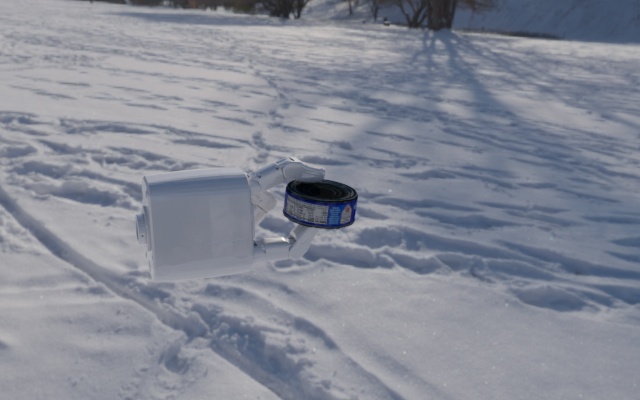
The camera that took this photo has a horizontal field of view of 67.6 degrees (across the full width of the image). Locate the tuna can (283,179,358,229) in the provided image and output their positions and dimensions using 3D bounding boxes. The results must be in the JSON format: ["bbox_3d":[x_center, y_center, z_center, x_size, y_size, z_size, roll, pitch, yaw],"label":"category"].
[{"bbox_3d":[0.000,0.001,0.556,0.086,0.034,0.086,7,19,-2],"label":"tuna can"}]
